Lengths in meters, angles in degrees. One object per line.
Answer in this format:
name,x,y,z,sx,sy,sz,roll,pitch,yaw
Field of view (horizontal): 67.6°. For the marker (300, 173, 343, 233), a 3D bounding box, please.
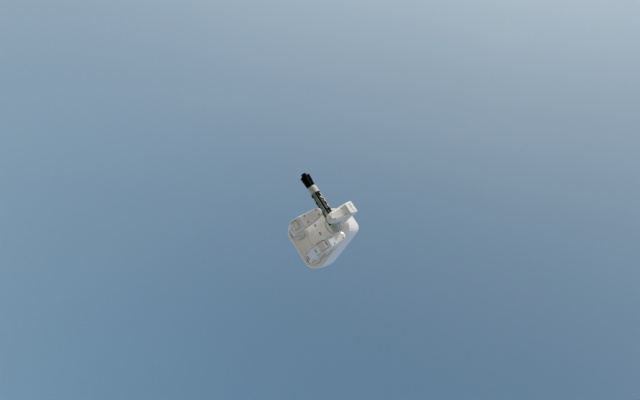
marker,0.000,0.003,0.843,0.020,0.121,0.020,-30,-13,-8
